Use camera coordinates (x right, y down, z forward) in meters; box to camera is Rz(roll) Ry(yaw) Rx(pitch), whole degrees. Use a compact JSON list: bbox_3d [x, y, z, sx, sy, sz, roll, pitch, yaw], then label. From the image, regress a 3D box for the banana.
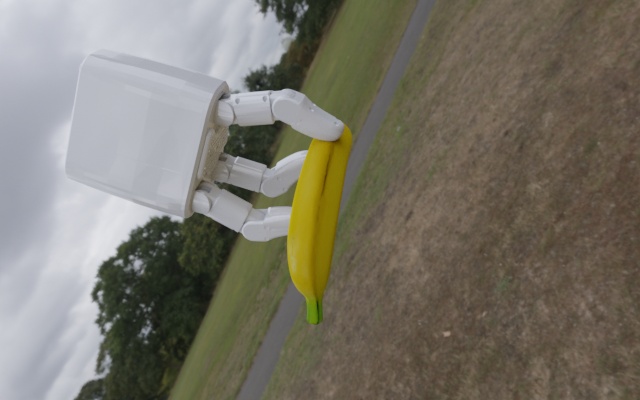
[{"bbox_3d":[0.000,-0.006,0.388,0.037,0.197,0.070,9,-34,3],"label":"banana"}]
